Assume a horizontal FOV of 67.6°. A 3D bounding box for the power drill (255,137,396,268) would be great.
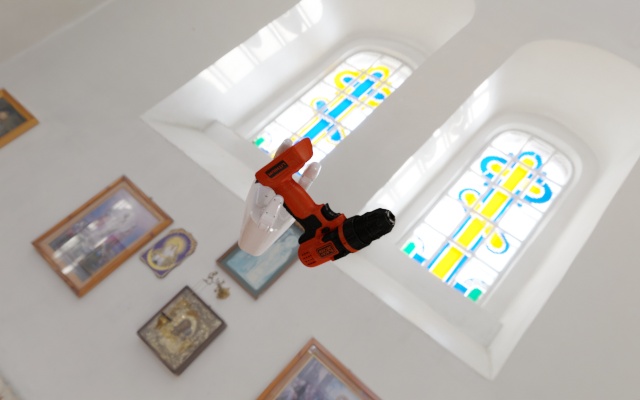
[{"bbox_3d":[0.000,0.002,0.722,0.184,0.187,0.057,-29,6,36],"label":"power drill"}]
